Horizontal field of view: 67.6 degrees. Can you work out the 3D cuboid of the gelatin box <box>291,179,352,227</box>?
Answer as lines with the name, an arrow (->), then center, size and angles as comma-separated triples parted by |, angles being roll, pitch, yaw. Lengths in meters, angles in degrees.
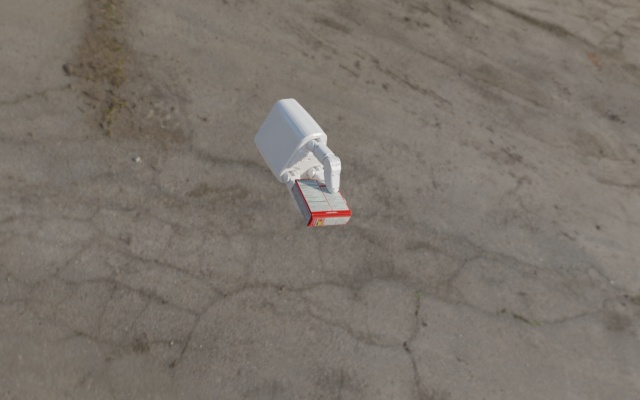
gelatin box -> 0.000, 0.002, 0.791 | 0.073, 0.030, 0.089 | -1, 43, -27
